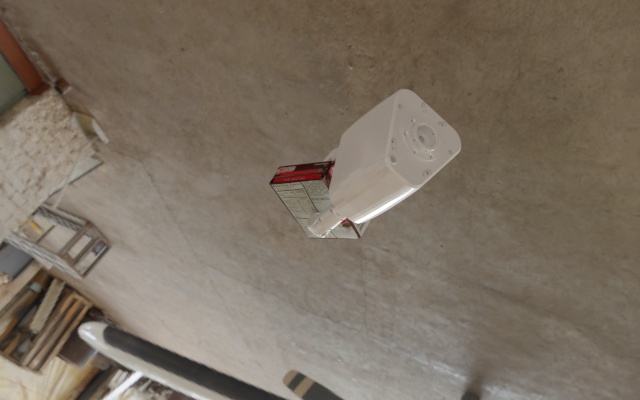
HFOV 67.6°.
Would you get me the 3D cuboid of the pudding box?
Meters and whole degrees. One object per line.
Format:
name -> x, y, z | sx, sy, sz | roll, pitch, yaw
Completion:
pudding box -> 0.000, 0.002, 0.620 | 0.090, 0.113, 0.039 | -2, 43, 38
